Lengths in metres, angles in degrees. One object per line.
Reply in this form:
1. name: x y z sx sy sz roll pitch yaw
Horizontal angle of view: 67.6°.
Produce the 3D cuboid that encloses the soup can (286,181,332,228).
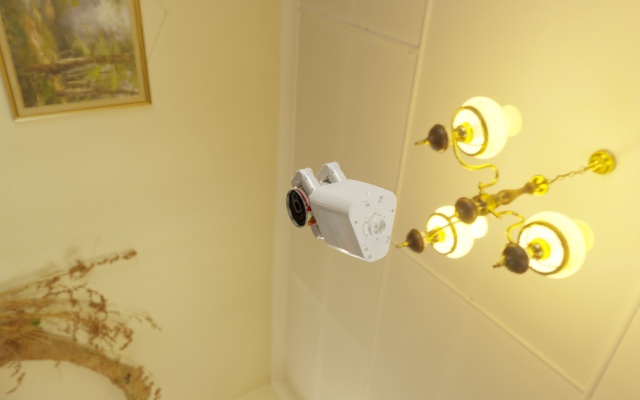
1. soup can: 0.000 0.003 0.838 0.102 0.068 0.068 -15 8 -30
